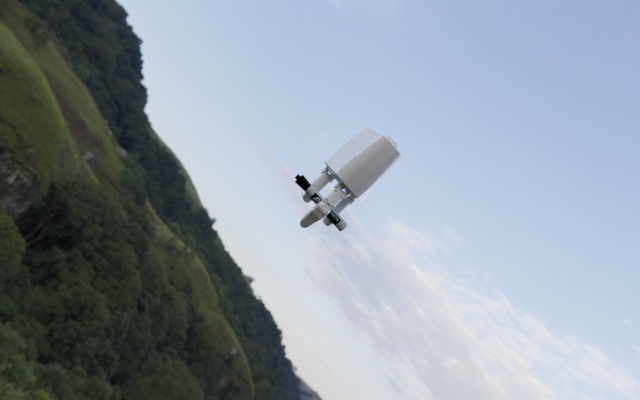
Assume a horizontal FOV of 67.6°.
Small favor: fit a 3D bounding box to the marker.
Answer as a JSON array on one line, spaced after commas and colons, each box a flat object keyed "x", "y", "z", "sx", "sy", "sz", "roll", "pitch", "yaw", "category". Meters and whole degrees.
[{"x": 0.000, "y": 0.003, "z": 0.806, "sx": 0.020, "sy": 0.121, "sz": 0.020, "roll": -41, "pitch": 9, "yaw": 7, "category": "marker"}]
